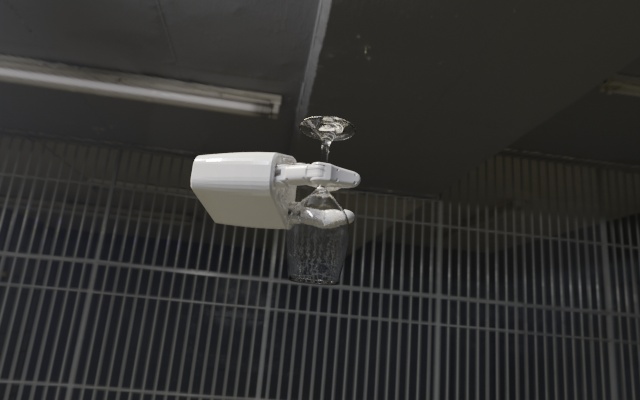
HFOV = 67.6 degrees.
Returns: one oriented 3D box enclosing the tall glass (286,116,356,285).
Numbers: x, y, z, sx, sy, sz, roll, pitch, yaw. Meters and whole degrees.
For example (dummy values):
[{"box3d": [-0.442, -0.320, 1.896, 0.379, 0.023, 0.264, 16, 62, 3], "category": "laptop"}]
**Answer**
[{"box3d": [0.000, 0.001, 0.596, 0.079, 0.201, 0.079, 4, -15, 1], "category": "tall glass"}]
